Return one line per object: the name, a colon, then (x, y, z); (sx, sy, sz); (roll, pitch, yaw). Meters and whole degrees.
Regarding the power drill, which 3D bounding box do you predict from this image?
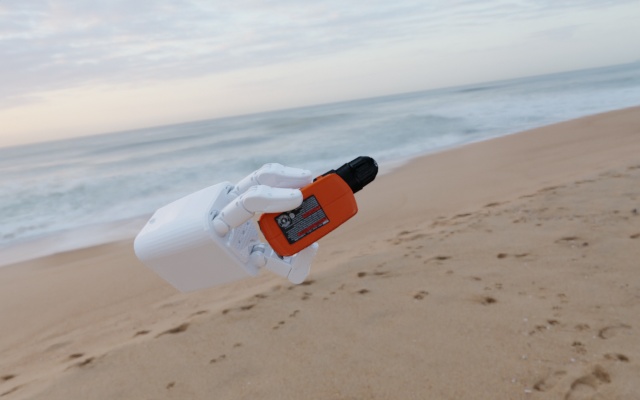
power drill: (0.000, 0.002, 0.592); (0.184, 0.057, 0.187); (-34, 3, 2)
